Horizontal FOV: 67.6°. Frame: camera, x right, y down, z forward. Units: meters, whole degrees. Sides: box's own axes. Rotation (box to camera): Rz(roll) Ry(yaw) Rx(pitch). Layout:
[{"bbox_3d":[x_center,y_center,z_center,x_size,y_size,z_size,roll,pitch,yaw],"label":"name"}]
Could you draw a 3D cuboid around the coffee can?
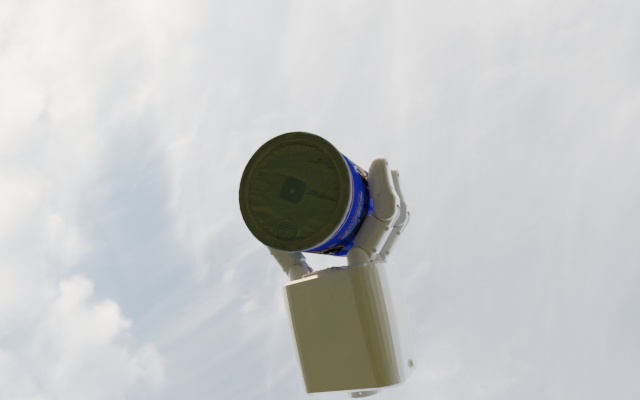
[{"bbox_3d":[0.000,0.001,0.462,0.103,0.103,0.140,0,-8,21],"label":"coffee can"}]
